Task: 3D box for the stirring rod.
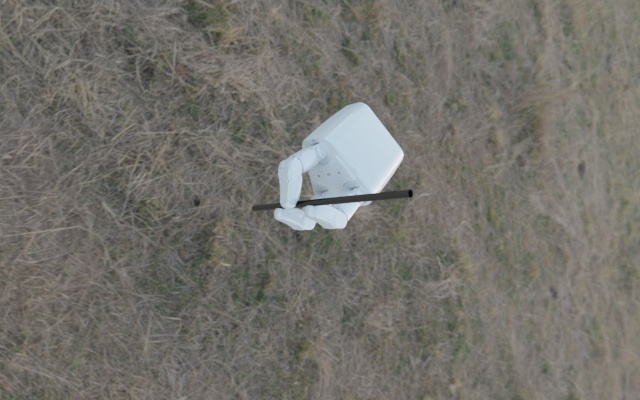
[{"bbox_3d":[0.000,0.002,0.543,0.239,0.011,0.011,-6,-4,43],"label":"stirring rod"}]
